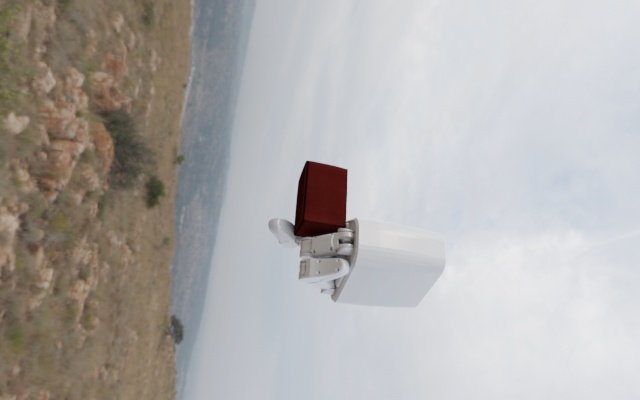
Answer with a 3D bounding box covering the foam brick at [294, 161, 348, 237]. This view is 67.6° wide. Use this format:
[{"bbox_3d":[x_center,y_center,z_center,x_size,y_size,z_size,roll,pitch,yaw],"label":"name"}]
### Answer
[{"bbox_3d":[0.000,0.002,0.566,0.051,0.078,0.053,9,-25,-10],"label":"foam brick"}]
